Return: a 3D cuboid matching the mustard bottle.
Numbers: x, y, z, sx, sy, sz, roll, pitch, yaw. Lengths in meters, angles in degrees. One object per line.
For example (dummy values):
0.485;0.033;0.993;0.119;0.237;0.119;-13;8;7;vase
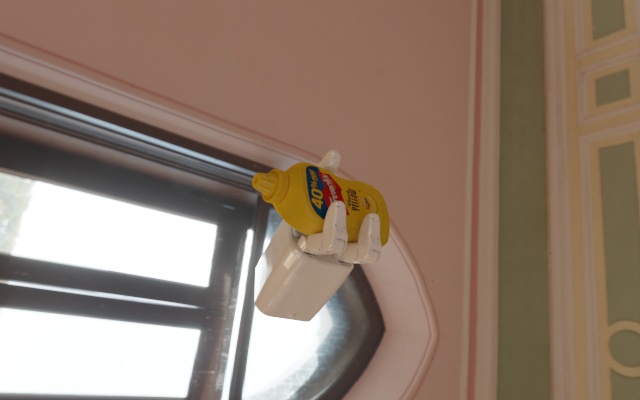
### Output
0.000;0.002;0.601;0.192;0.096;0.058;18;-40;-34;mustard bottle
